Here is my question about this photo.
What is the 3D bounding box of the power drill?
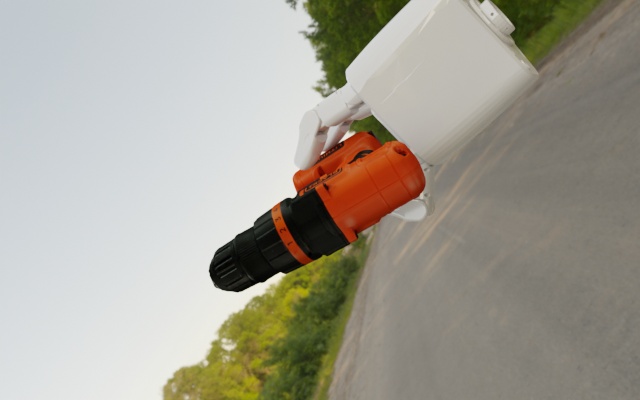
[{"bbox_3d":[0.000,0.001,0.427,0.184,0.057,0.187,-29,11,12],"label":"power drill"}]
